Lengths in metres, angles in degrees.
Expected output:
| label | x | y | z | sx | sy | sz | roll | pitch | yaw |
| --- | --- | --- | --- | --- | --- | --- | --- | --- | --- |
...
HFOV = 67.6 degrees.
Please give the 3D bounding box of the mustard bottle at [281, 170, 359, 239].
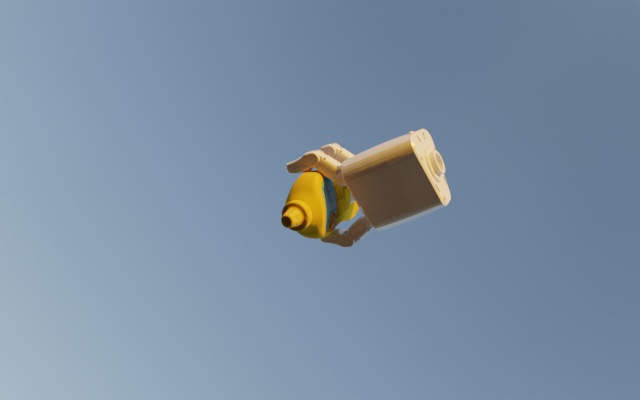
| label | x | y | z | sx | sy | sz | roll | pitch | yaw |
| --- | --- | --- | --- | --- | --- | --- | --- | --- | --- |
| mustard bottle | 0.000 | 0.002 | 0.687 | 0.058 | 0.096 | 0.191 | 4 | 17 | 26 |
